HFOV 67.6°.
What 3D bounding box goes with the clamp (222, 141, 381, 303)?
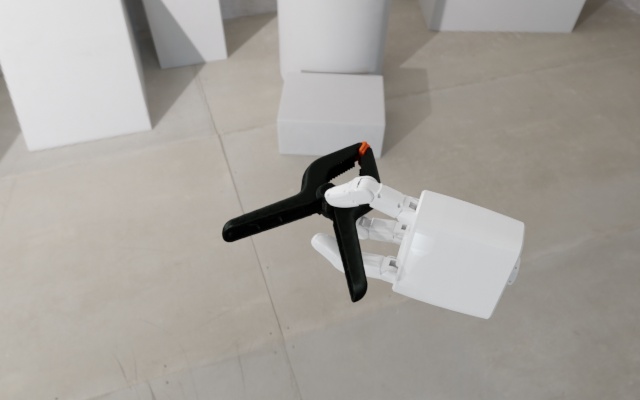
[{"bbox_3d":[0.001,0.001,0.541,0.164,0.209,0.036,18,-40,10],"label":"clamp"}]
